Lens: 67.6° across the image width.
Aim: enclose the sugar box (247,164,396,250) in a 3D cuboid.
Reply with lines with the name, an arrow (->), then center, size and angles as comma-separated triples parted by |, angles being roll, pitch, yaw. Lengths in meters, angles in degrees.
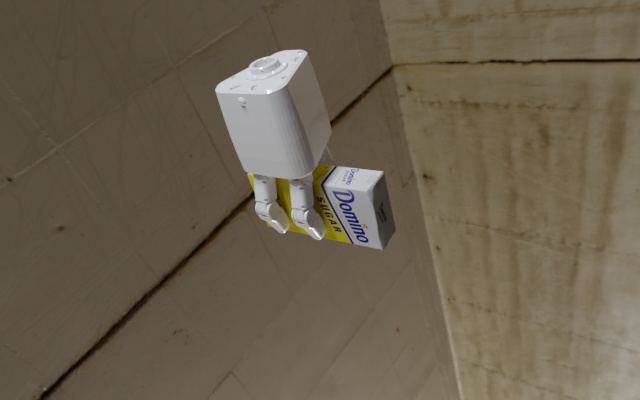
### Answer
sugar box -> 0.000, 0.002, 0.596 | 0.176, 0.093, 0.048 | 10, 45, 34
